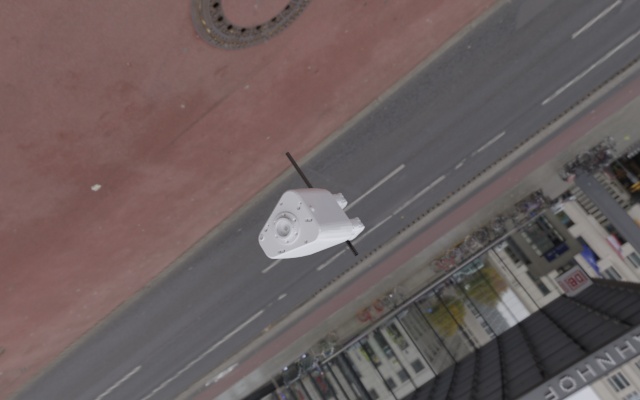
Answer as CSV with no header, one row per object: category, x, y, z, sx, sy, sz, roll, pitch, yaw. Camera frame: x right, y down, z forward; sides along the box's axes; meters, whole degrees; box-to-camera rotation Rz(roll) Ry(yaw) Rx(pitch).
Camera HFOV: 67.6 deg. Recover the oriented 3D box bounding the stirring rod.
stirring rod,0.000,0.003,0.891,0.011,0.239,0.011,-31,-18,-11
